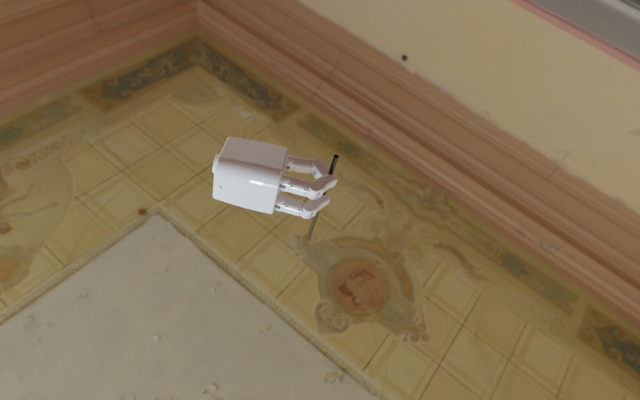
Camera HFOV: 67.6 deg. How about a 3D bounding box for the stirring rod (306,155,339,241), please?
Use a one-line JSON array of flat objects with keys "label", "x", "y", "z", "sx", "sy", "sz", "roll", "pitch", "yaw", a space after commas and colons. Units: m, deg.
[{"label": "stirring rod", "x": 0.000, "y": 0.003, "z": 0.858, "sx": 0.011, "sy": 0.011, "sz": 0.240, "roll": 0, "pitch": -38, "yaw": -15}]
